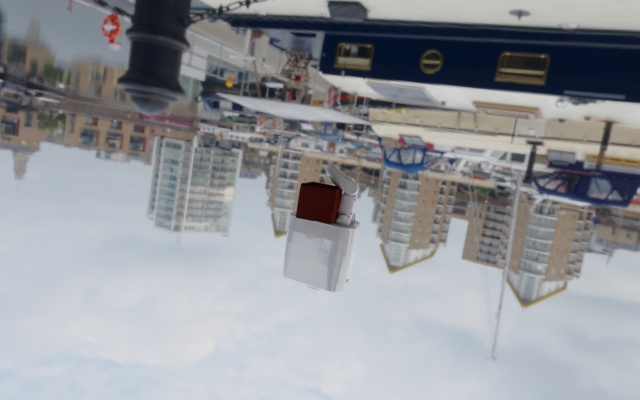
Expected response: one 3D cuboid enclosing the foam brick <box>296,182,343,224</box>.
[{"bbox_3d":[0.000,0.002,0.707,0.053,0.051,0.078,11,6,10],"label":"foam brick"}]
